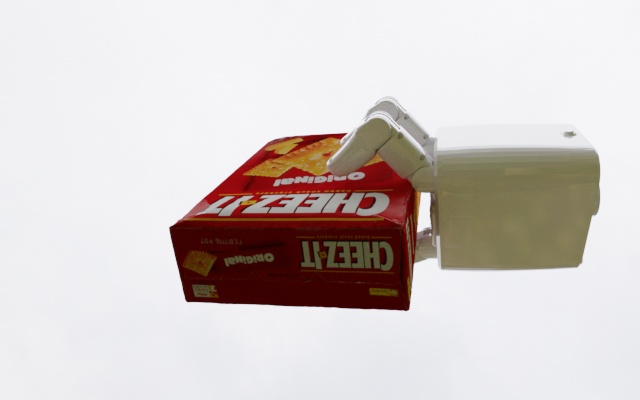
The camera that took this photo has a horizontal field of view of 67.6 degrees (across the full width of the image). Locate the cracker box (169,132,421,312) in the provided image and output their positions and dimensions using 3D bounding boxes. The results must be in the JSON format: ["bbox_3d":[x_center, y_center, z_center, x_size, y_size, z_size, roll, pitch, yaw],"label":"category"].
[{"bbox_3d":[0.000,0.001,0.408,0.164,0.072,0.213,-2,23,15],"label":"cracker box"}]
